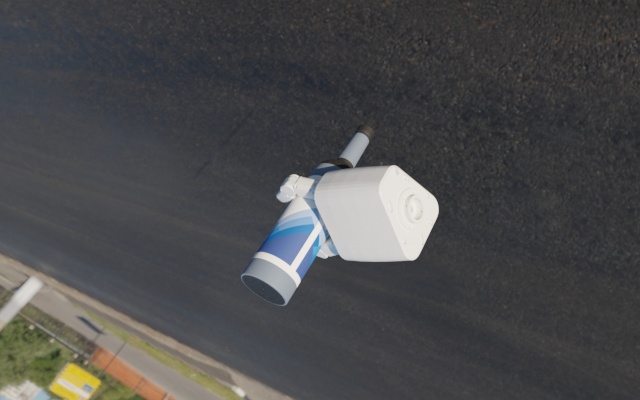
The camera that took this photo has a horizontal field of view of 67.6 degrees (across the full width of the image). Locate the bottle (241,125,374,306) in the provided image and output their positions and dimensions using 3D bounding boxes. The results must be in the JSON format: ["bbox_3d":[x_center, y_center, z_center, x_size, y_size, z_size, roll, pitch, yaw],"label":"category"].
[{"bbox_3d":[0.000,0.002,0.655,0.069,0.295,0.069,24,-30,15],"label":"bottle"}]
